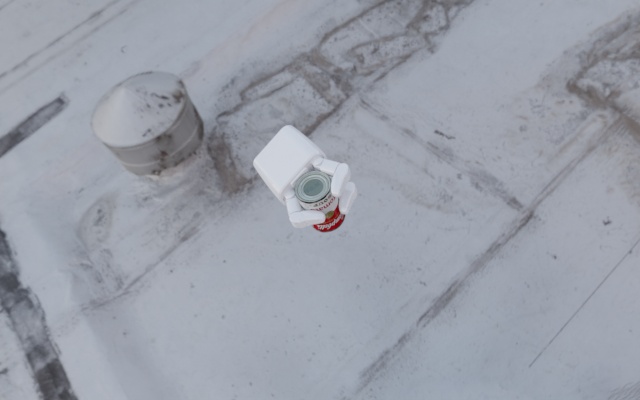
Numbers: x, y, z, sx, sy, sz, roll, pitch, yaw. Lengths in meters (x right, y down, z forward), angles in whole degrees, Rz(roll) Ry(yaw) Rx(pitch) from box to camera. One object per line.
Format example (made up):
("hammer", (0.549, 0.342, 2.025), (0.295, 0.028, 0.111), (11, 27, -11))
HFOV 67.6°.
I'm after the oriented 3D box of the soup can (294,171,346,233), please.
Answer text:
("soup can", (0.000, 0.003, 0.846), (0.068, 0.068, 0.102), (0, -33, 18))
